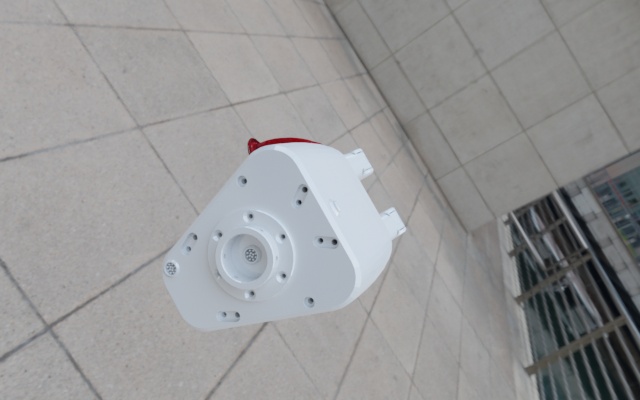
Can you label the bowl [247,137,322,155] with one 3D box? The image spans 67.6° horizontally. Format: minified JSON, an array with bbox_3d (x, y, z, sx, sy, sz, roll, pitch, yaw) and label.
[{"bbox_3d":[0.000,0.001,0.433,0.055,0.162,0.162,-30,-3,5],"label":"bowl"}]
